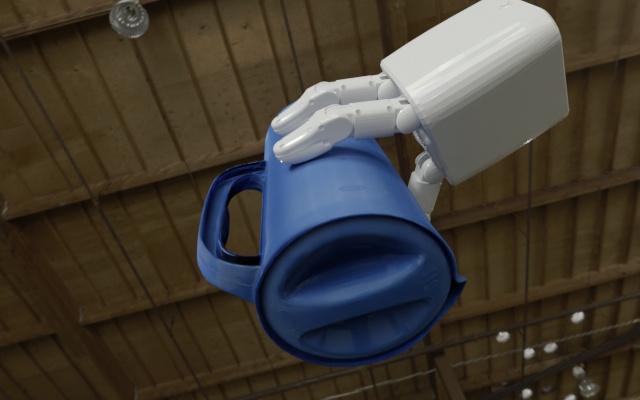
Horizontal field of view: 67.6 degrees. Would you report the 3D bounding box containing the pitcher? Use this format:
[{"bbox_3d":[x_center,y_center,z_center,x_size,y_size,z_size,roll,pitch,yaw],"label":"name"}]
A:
[{"bbox_3d":[0.000,0.001,0.401,0.145,0.149,0.242,-33,31,12],"label":"pitcher"}]
